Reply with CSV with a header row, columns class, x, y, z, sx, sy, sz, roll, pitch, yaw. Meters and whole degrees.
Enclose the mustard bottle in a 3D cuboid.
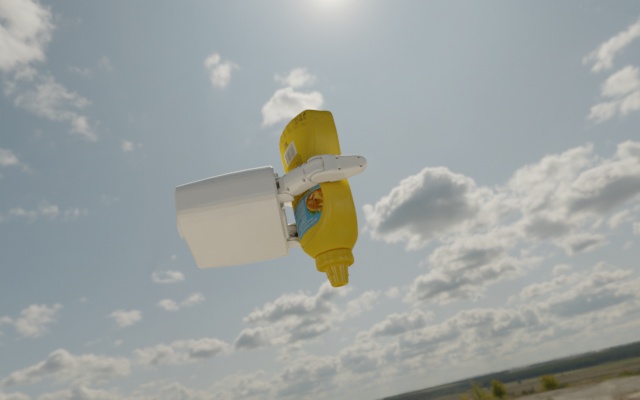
class,x,y,z,sx,sy,sz,roll,pitch,yaw
mustard bottle,0.000,0.001,0.529,0.058,0.191,0.096,0,-26,-27
